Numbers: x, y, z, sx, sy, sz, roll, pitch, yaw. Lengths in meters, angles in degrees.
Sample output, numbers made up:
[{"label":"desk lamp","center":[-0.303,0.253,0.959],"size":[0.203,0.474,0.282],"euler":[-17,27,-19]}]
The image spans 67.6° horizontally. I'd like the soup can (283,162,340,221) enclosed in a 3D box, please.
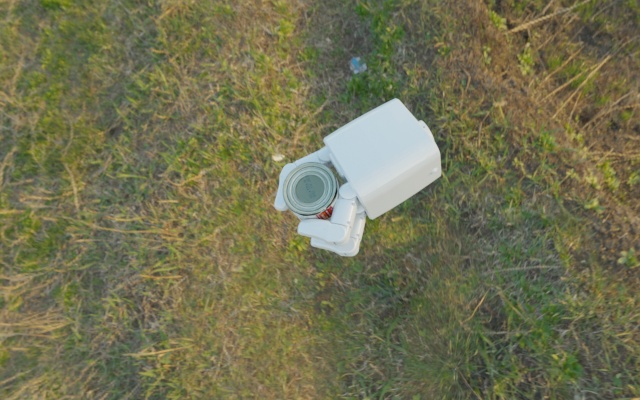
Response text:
[{"label":"soup can","center":[0.000,0.002,0.592],"size":[0.068,0.068,0.102],"euler":[0,-19,16]}]
